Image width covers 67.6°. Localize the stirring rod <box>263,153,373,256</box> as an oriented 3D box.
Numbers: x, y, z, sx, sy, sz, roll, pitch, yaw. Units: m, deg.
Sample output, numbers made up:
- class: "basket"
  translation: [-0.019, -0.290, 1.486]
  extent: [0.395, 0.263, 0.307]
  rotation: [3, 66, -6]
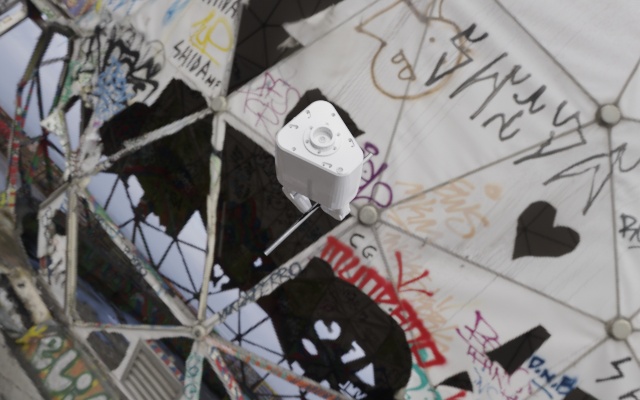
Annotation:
- class: "stirring rod"
  translation: [0.000, 0.003, 0.756]
  extent: [0.239, 0.011, 0.011]
  rotation: [-43, 15, -17]
